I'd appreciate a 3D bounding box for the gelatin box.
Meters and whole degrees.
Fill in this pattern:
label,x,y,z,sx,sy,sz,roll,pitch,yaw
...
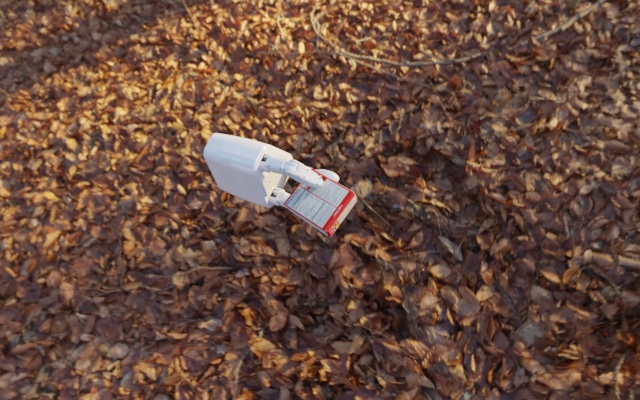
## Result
label,x,y,z,sx,sy,sz,roll,pitch,yaw
gelatin box,0.000,0.002,0.726,0.089,0.073,0.030,31,-12,29
